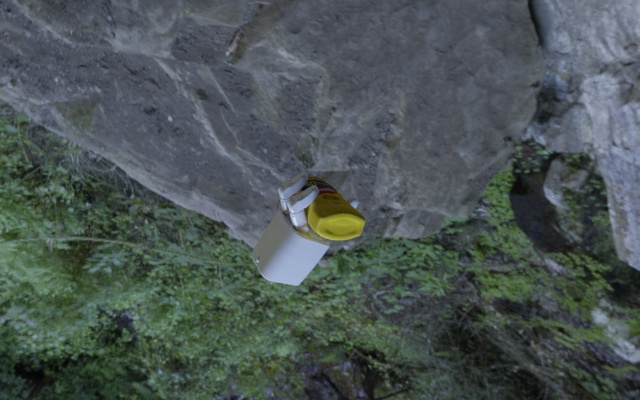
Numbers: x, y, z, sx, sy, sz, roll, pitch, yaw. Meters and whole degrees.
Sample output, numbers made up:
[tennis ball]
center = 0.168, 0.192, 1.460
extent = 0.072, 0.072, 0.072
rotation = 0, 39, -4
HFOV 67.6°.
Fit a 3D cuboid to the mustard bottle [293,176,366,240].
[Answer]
[mustard bottle]
center = 0.000, 0.003, 0.892
extent = 0.096, 0.058, 0.191
rotation = 2, 26, -27
